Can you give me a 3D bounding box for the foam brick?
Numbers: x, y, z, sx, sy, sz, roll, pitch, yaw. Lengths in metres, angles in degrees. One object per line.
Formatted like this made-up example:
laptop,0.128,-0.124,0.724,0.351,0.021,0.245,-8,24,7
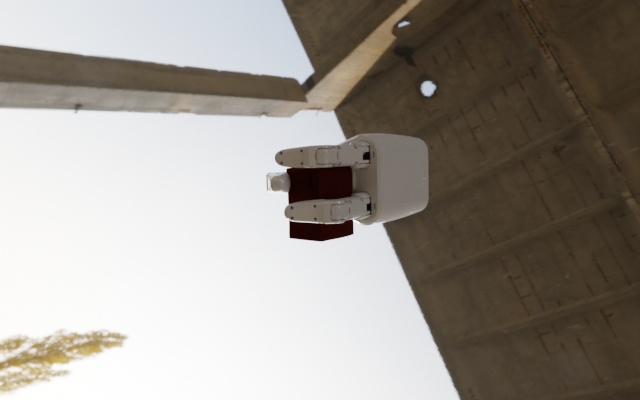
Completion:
foam brick,0.000,0.002,0.515,0.053,0.078,0.051,4,8,45
